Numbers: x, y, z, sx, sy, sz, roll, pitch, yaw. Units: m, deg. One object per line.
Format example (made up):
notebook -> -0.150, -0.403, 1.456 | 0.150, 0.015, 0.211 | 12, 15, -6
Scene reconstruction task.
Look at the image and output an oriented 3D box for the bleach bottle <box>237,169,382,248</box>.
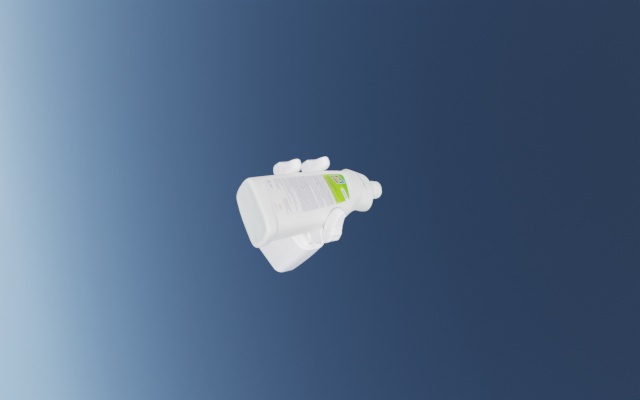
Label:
bleach bottle -> 0.000, 0.002, 0.754 | 0.251, 0.102, 0.068 | -8, -25, -36
